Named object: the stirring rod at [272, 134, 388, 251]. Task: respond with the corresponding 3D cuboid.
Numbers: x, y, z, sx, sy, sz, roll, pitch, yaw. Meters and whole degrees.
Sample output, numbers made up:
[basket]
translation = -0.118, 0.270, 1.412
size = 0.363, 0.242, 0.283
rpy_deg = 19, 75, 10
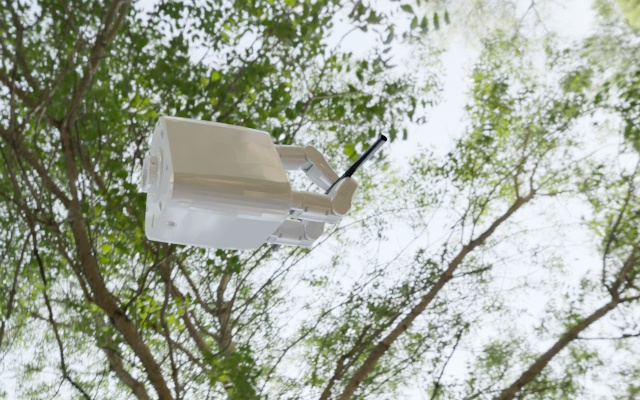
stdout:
[stirring rod]
translation = 0.000, 0.002, 0.527
size = 0.011, 0.011, 0.240
rpy_deg = 0, -30, -34
